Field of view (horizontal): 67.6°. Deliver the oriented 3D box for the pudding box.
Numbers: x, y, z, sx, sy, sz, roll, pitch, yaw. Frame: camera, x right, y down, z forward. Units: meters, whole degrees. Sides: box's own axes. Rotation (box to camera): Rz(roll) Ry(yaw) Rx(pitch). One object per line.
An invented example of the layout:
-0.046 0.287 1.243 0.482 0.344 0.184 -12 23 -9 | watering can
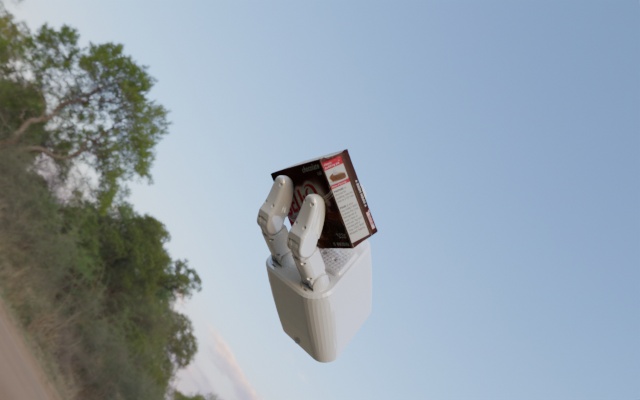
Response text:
0.000 0.002 0.488 0.039 0.090 0.113 -26 9 -31 | pudding box
